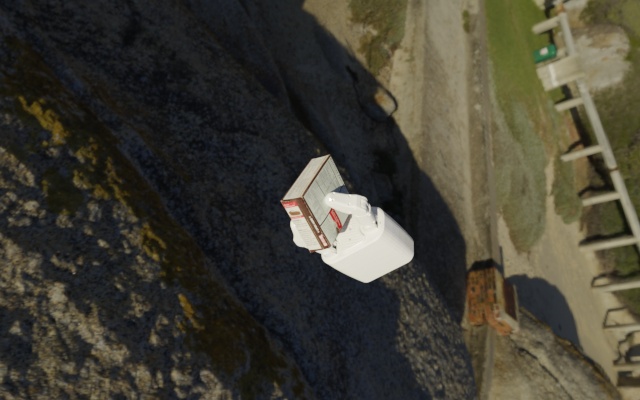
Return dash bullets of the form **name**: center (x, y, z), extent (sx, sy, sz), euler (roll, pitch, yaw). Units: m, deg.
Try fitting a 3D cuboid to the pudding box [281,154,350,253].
- **pudding box**: center (0.000, 0.002, 0.668), extent (0.039, 0.090, 0.113), euler (-14, 27, 31)
